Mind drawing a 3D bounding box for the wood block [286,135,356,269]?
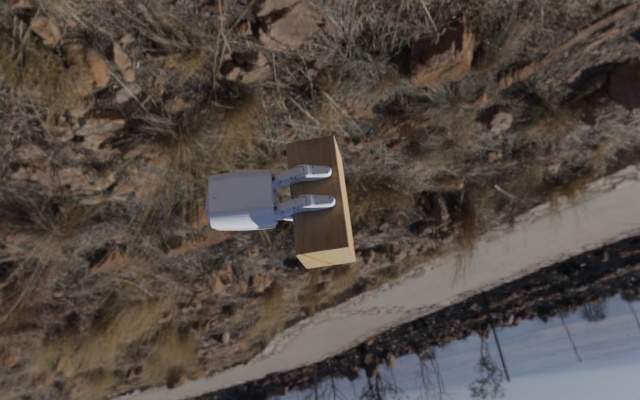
[{"bbox_3d":[0.000,0.003,0.832,0.090,0.206,0.091,-9,-24,7],"label":"wood block"}]
